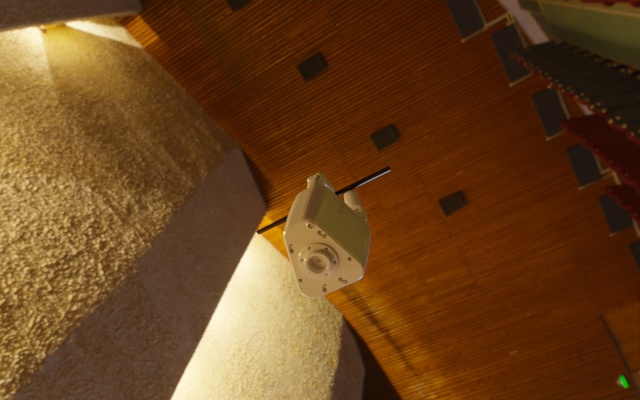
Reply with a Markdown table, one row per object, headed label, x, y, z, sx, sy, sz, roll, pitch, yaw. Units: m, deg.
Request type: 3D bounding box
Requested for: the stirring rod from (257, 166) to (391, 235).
| label | x | y | z | sx | sy | sz | roll | pitch | yaw |
| --- | --- | --- | --- | --- | --- | --- | --- | --- | --- |
| stirring rod | 0.000 | 0.002 | 0.747 | 0.239 | 0.011 | 0.011 | -26 | -9 | 18 |
